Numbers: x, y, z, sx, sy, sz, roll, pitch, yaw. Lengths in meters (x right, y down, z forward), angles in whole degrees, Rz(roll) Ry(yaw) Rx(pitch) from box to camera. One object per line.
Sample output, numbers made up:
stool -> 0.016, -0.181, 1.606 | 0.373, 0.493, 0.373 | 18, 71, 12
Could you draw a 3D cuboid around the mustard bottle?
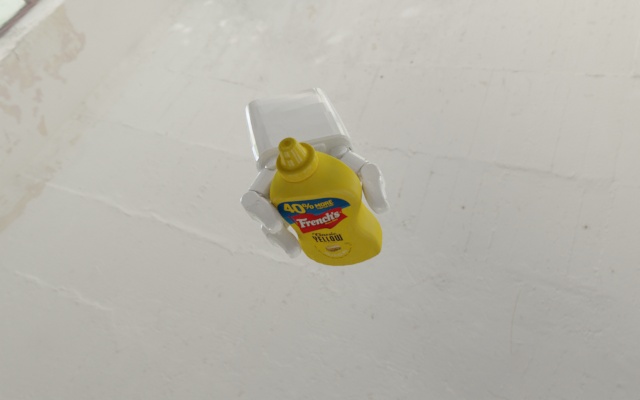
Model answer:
mustard bottle -> 0.000, 0.002, 0.512 | 0.096, 0.058, 0.192 | -5, -37, 20
